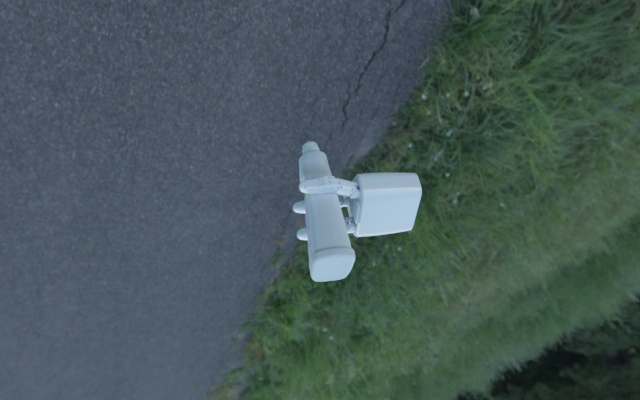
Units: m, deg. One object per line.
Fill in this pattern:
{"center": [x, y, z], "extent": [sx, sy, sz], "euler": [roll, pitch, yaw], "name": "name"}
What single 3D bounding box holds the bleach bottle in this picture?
{"center": [0.000, 0.003, 0.805], "extent": [0.068, 0.250, 0.103], "euler": [-4, -31, -9], "name": "bleach bottle"}
